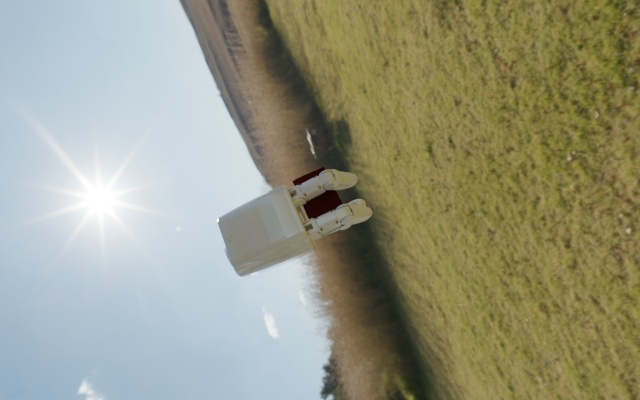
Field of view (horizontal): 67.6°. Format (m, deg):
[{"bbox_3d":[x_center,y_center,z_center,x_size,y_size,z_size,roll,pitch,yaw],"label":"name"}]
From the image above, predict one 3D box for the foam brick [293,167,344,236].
[{"bbox_3d":[0.000,0.002,0.684,0.051,0.078,0.053,-24,-25,-2],"label":"foam brick"}]
